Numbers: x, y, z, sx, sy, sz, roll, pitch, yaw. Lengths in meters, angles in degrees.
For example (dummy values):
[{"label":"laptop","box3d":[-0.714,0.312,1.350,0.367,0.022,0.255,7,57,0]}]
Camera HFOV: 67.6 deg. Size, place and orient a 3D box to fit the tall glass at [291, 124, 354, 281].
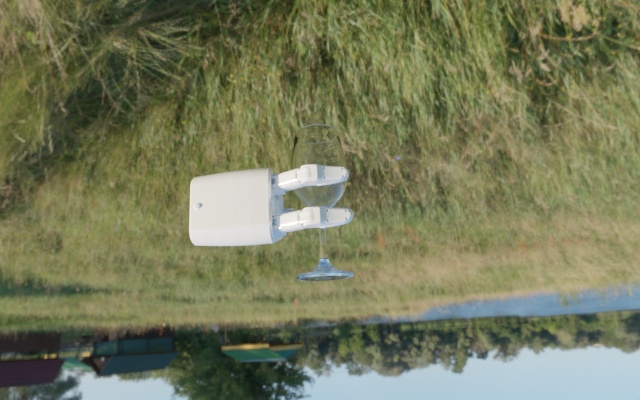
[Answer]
[{"label":"tall glass","box3d":[0.000,0.003,0.637,0.079,0.201,0.079,-3,-17,-1]}]
